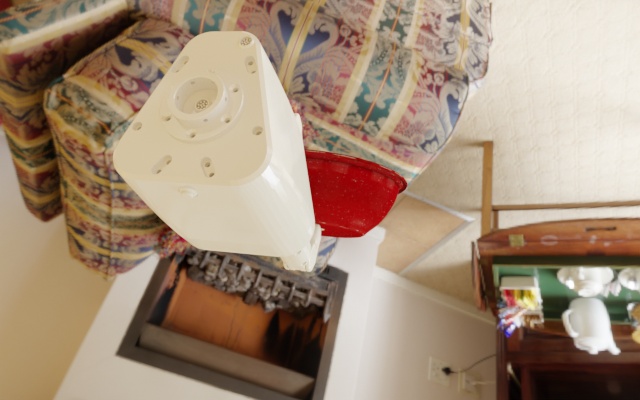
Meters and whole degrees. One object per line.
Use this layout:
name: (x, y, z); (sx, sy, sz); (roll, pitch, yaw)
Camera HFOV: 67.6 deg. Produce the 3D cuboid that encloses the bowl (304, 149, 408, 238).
bowl: (0.001, 0.002, 0.463); (0.162, 0.055, 0.162); (8, -11, 1)
